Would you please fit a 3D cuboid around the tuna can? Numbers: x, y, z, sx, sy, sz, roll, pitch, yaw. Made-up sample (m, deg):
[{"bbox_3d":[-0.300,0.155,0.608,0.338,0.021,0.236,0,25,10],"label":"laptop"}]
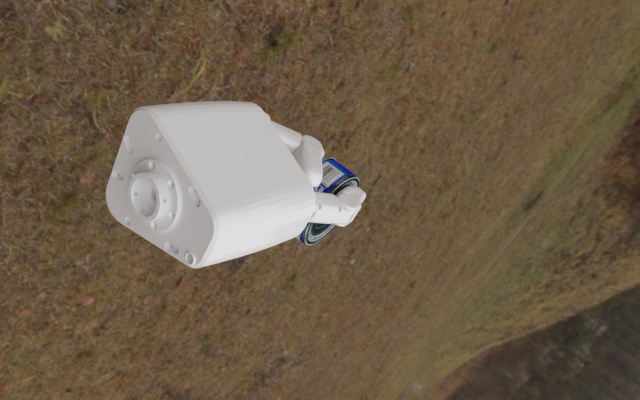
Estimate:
[{"bbox_3d":[0.001,0.002,0.470,0.033,0.086,0.086,38,14,19],"label":"tuna can"}]
